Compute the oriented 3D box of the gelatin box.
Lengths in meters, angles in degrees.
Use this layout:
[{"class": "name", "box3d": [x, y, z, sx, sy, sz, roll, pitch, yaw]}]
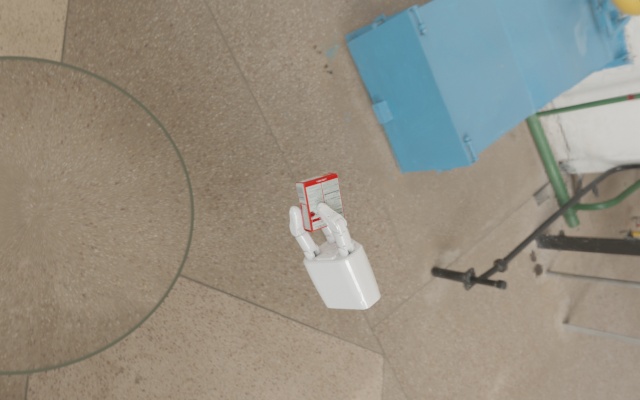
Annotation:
[{"class": "gelatin box", "box3d": [0.000, 0.002, 0.831, 0.073, 0.089, 0.030, -18, 16, -32]}]
